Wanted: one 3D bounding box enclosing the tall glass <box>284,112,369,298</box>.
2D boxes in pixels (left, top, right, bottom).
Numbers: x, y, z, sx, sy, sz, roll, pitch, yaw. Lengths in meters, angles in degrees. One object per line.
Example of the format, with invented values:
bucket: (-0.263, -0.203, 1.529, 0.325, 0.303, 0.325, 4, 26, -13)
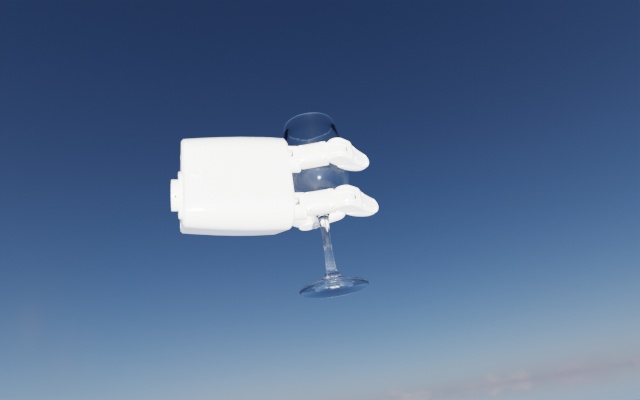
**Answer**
tall glass: (0.000, 0.002, 0.535, 0.079, 0.201, 0.079, -7, -23, -3)
